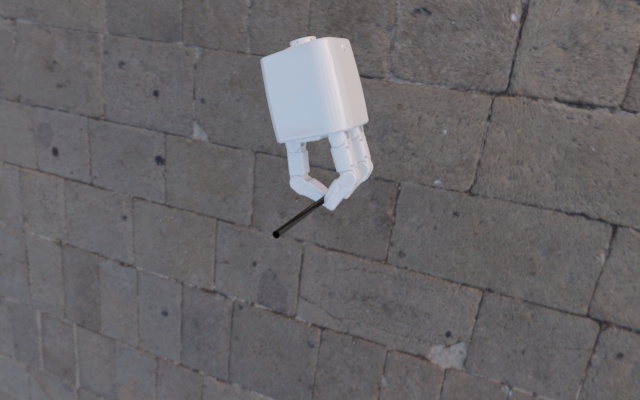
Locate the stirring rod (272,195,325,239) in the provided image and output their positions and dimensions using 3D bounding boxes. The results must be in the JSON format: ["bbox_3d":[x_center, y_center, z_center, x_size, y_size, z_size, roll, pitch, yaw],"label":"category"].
[{"bbox_3d":[0.000,0.002,0.579,0.011,0.011,0.239,0,15,22],"label":"stirring rod"}]
